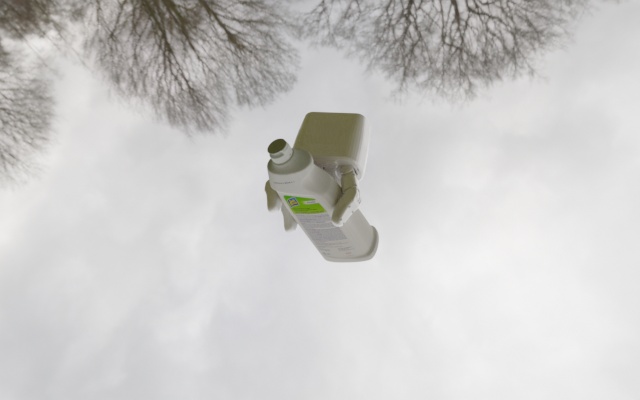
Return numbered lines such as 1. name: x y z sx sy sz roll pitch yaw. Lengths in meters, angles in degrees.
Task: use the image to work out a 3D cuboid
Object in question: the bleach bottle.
1. bleach bottle: 0.000 0.002 0.716 0.102 0.068 0.251 -7 -40 26
